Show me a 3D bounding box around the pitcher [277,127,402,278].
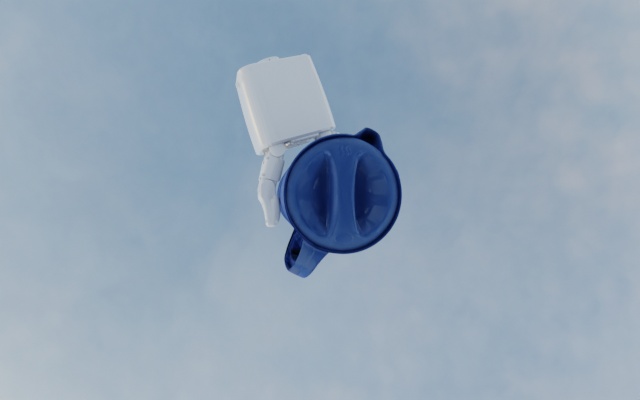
[{"bbox_3d":[0.000,0.002,0.633,0.149,0.145,0.243,-19,3,-10],"label":"pitcher"}]
